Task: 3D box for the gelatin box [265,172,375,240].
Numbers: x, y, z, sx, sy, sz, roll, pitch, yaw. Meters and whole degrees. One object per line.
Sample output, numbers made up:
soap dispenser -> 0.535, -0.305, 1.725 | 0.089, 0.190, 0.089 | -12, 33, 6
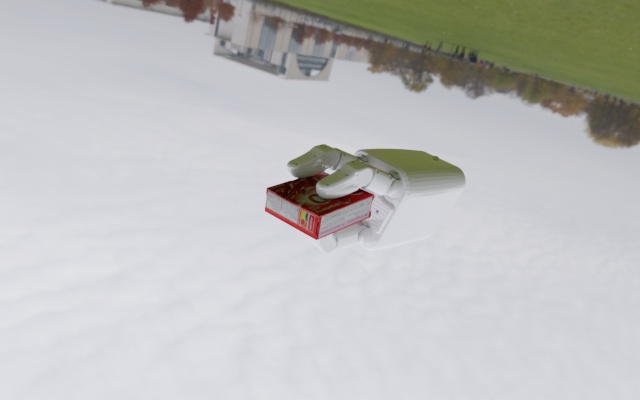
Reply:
gelatin box -> 0.000, 0.002, 0.486 | 0.073, 0.030, 0.089 | 27, 31, 34
